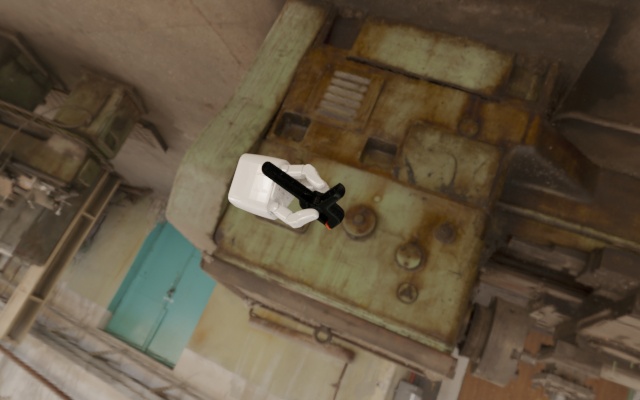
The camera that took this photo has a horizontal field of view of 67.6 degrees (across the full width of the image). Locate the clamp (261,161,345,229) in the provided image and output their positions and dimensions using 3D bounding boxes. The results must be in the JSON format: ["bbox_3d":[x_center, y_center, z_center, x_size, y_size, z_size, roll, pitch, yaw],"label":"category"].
[{"bbox_3d":[0.000,0.004,0.883,0.164,0.036,0.210,17,-20,32],"label":"clamp"}]
